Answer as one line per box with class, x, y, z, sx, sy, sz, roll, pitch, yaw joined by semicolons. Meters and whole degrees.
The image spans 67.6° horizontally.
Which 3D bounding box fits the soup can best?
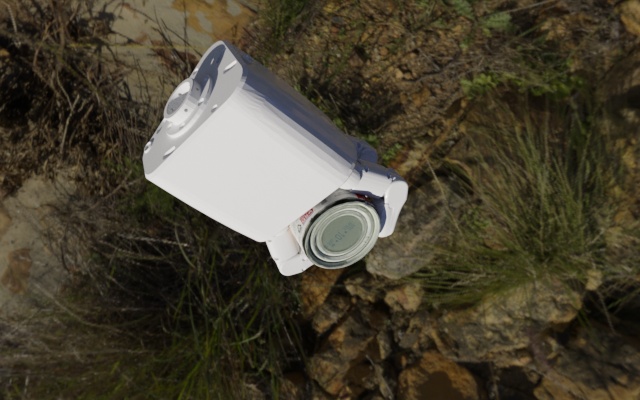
soup can;0.000;0.002;0.410;0.068;0.068;0.102;0;32;-25
